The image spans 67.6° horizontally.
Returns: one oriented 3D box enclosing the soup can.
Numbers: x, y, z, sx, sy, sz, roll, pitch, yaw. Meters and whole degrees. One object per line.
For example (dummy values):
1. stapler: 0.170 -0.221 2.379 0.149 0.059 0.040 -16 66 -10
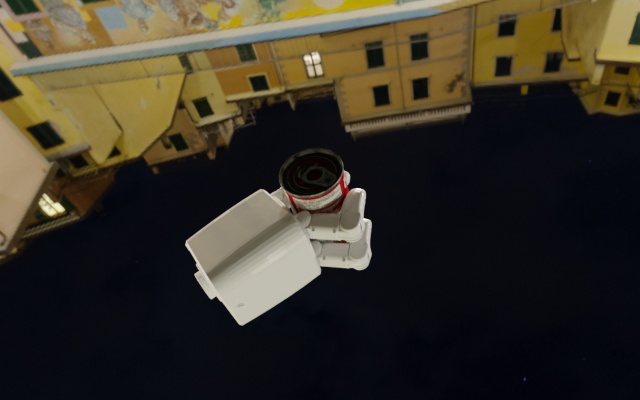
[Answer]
1. soup can: 0.000 0.002 0.529 0.068 0.068 0.102 0 -39 15
